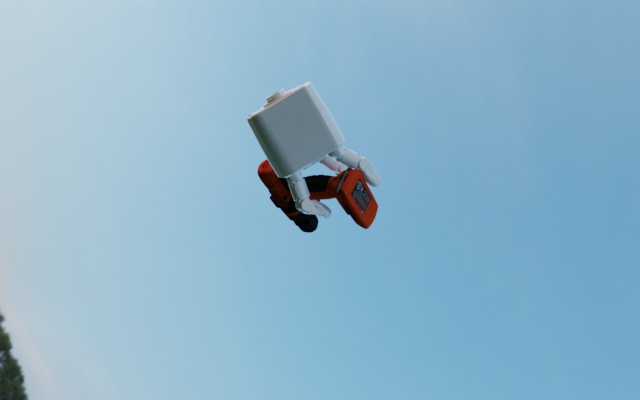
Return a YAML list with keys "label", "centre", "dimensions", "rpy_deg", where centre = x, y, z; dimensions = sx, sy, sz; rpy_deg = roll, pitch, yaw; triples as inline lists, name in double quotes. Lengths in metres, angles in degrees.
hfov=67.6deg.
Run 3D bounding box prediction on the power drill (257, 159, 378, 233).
- label: "power drill"
  centre: [0.000, 0.003, 0.820]
  dimensions: [0.187, 0.057, 0.184]
  rpy_deg: [4, -35, 35]
